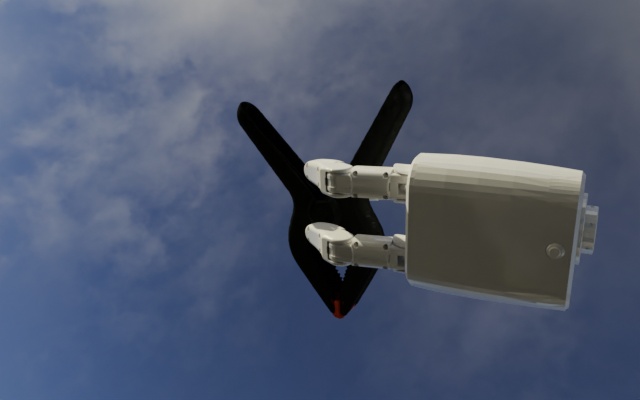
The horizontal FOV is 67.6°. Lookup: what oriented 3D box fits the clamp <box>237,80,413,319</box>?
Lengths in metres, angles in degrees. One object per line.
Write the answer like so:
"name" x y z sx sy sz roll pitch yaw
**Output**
"clamp" 0.001 0.002 0.426 0.164 0.210 0.036 8 19 29
